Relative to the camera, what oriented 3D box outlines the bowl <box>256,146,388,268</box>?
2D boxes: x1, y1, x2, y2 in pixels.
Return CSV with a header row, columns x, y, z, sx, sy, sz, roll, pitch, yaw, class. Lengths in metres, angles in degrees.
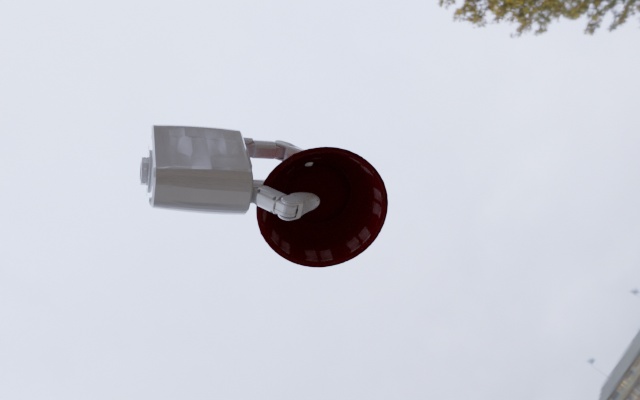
x,y,z,sx,sy,sz,roll,pitch,yaw,class
0.001,0.002,0.599,0.162,0.162,0.055,0,24,-8,bowl
